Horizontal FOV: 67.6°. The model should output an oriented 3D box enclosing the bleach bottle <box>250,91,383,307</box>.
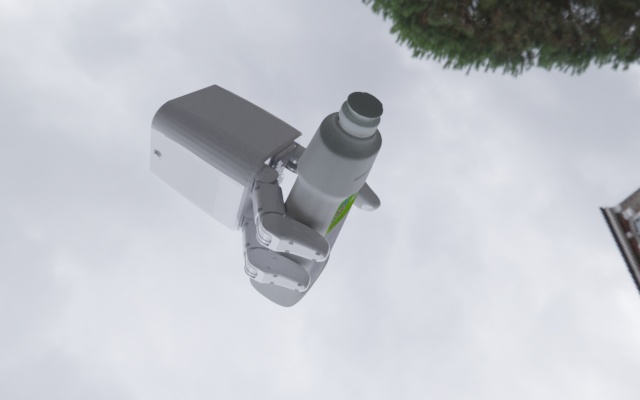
[{"bbox_3d":[0.000,0.002,0.441,0.068,0.251,0.102,32,48,6],"label":"bleach bottle"}]
